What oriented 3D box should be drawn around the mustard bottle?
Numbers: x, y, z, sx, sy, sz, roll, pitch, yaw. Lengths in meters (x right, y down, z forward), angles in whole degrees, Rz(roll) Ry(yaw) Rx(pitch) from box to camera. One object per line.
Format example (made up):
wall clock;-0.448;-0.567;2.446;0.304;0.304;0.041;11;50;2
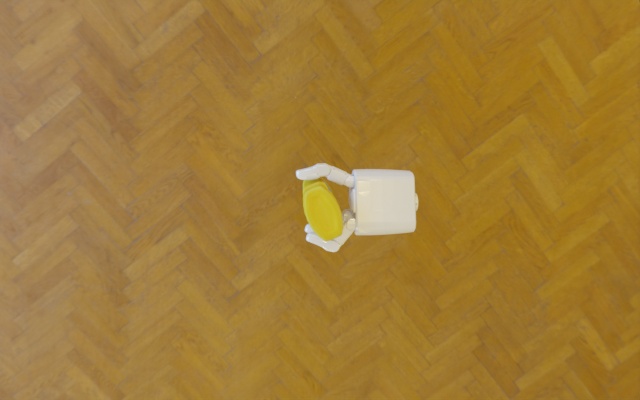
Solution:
mustard bottle;0.000;0.003;0.869;0.058;0.096;0.191;-24;12;2
